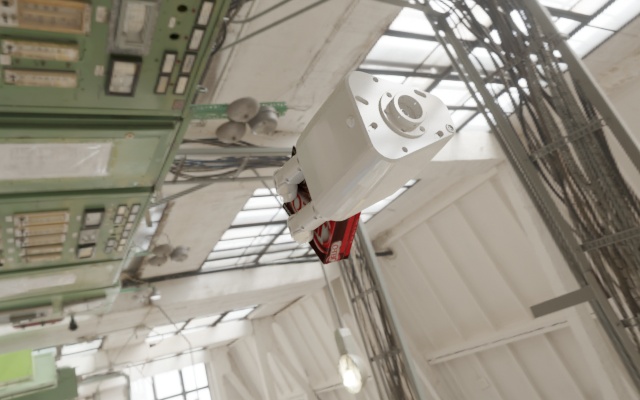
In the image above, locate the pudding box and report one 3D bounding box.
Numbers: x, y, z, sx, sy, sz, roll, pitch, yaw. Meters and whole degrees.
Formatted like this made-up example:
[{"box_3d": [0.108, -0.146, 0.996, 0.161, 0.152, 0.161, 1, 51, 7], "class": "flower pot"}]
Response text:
[{"box_3d": [0.000, 0.002, 0.541, 0.039, 0.090, 0.113, -7, 39, -28], "class": "pudding box"}]
